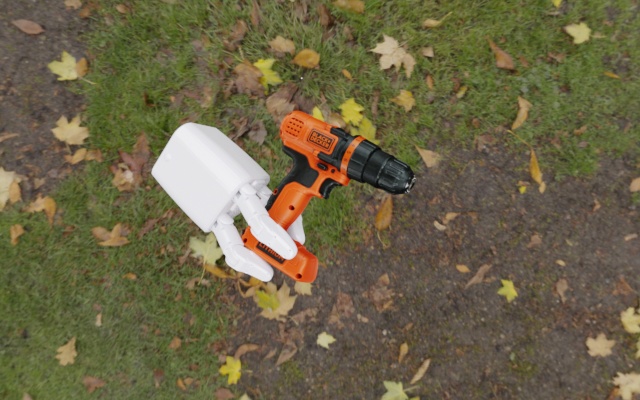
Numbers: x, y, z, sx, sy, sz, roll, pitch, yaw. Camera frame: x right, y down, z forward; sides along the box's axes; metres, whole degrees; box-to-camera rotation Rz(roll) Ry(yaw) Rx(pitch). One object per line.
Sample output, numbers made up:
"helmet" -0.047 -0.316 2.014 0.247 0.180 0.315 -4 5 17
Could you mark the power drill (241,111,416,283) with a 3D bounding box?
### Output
"power drill" 0.000 0.002 0.584 0.184 0.187 0.057 29 3 24
